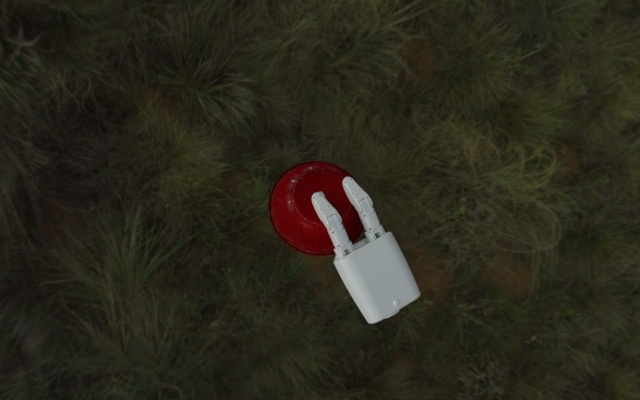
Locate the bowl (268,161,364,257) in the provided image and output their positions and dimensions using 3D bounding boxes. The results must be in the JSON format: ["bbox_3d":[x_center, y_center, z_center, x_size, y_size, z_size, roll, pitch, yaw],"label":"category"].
[{"bbox_3d":[-0.001,0.001,0.744,0.162,0.162,0.055,0,-19,-8],"label":"bowl"}]
